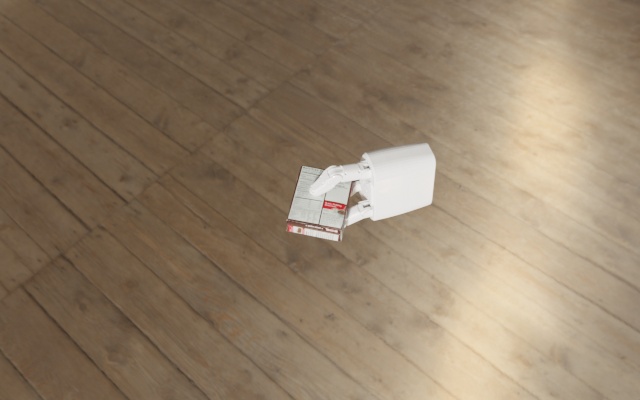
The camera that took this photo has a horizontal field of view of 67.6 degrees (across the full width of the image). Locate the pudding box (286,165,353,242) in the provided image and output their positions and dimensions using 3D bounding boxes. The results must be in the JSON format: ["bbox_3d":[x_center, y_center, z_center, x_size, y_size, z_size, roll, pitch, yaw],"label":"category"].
[{"bbox_3d":[0.000,0.002,0.764,0.090,0.113,0.039,10,-34,5],"label":"pudding box"}]
